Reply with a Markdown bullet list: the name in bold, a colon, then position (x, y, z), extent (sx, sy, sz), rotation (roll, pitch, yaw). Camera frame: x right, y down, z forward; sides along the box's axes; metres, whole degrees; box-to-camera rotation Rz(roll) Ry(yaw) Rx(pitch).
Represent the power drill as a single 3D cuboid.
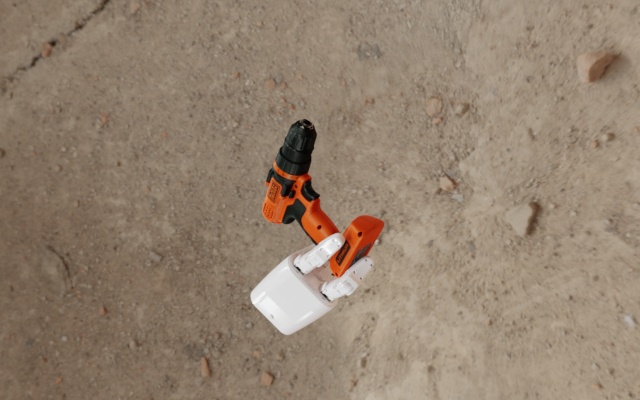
- **power drill**: position (0.000, 0.003, 0.677), extent (0.057, 0.185, 0.187), rotation (-24, 58, -40)
